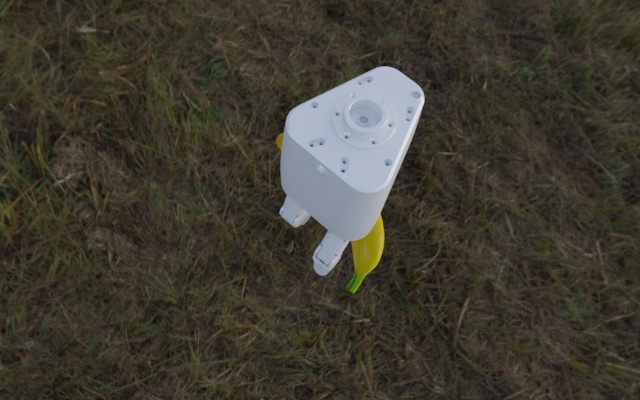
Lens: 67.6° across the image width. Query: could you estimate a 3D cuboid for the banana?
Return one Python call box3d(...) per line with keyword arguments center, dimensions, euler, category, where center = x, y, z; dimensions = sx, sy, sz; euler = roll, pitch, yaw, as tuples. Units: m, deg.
box3d(center=(0.018, -0.003, 0.519), dimensions=(0.069, 0.197, 0.037), euler=(-26, -16, -1), category="banana")
